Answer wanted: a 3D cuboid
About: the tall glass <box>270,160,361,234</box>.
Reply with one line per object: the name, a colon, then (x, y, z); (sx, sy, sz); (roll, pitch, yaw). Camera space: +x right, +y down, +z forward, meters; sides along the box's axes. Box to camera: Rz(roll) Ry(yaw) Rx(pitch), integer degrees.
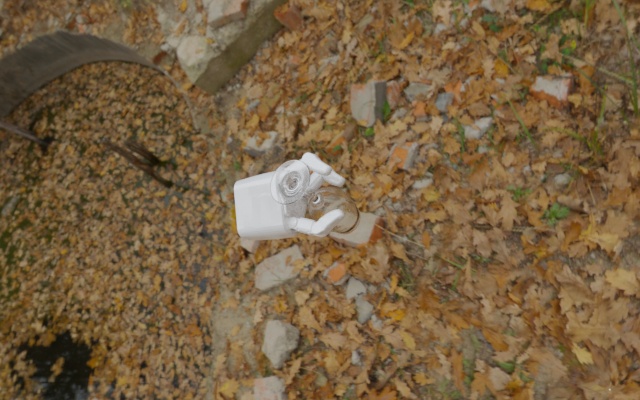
tall glass: (0.000, 0.003, 0.825); (0.079, 0.079, 0.201); (0, -19, 31)
